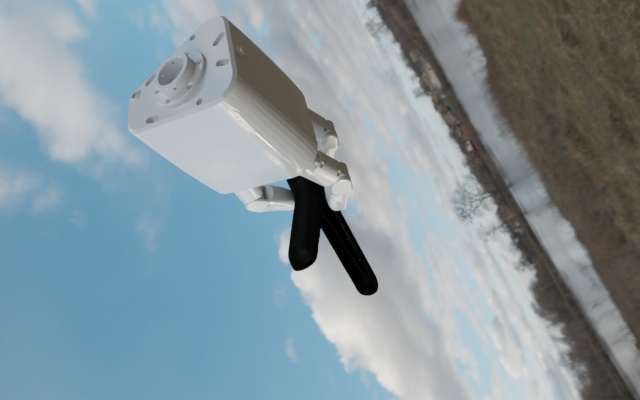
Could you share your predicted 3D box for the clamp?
[{"bbox_3d":[-0.001,0.001,0.507,0.036,0.209,0.165,-26,-35,17],"label":"clamp"}]
